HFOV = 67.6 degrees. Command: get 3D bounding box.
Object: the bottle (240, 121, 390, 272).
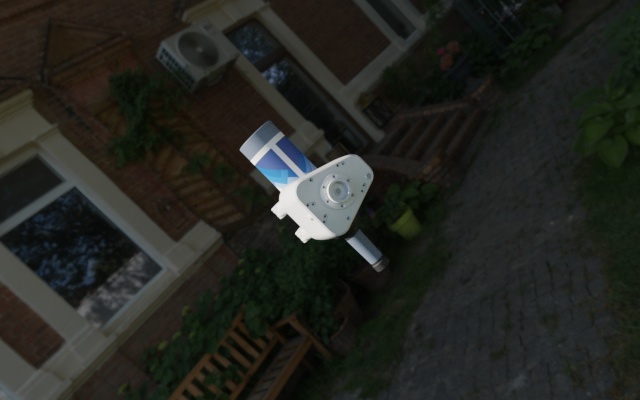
[{"bbox_3d":[0.000,0.002,0.761,0.069,0.296,0.069,-44,6,6],"label":"bottle"}]
